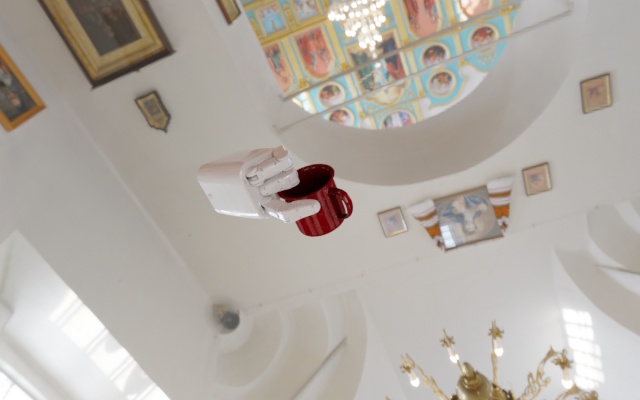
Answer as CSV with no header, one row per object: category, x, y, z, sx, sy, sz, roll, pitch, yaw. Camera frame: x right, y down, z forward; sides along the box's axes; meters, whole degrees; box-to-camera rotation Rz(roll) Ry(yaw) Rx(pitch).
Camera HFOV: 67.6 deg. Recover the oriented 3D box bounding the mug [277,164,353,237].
mug,0.001,0.003,0.735,0.117,0.081,0.093,3,40,36
